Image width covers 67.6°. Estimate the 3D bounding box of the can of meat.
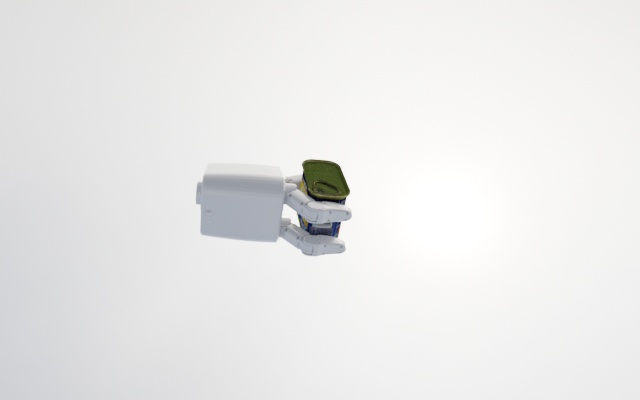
[{"bbox_3d":[0.000,0.002,0.673,0.057,0.084,0.102,3,31,-13],"label":"can of meat"}]
